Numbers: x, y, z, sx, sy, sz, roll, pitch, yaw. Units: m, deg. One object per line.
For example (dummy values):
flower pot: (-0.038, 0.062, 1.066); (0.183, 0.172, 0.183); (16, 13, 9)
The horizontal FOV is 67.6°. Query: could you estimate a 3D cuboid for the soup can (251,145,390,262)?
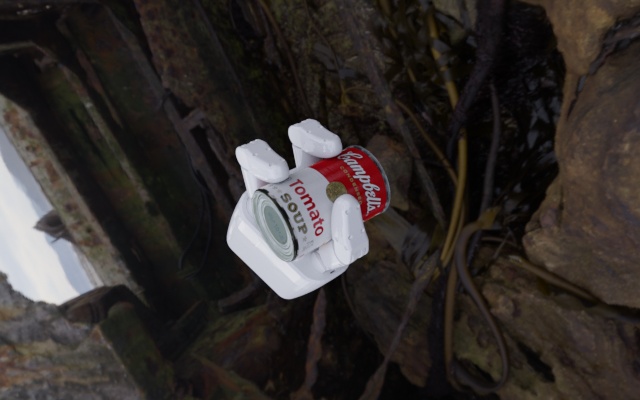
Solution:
soup can: (0.000, 0.001, 0.413); (0.102, 0.068, 0.068); (-27, 13, -27)
